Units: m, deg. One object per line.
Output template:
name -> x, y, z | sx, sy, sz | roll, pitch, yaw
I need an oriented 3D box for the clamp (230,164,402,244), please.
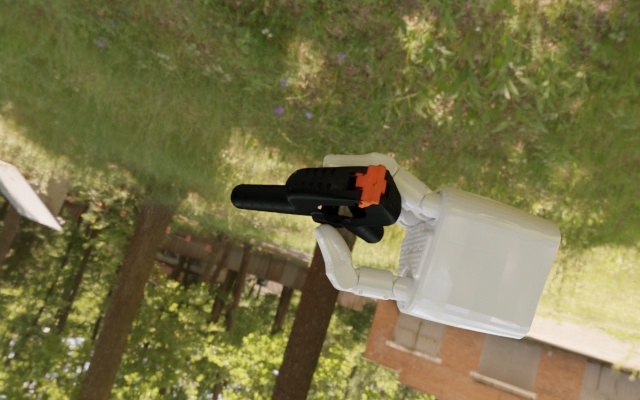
clamp -> 0.000, 0.002, 0.412 | 0.164, 0.036, 0.210 | 13, -11, -6
